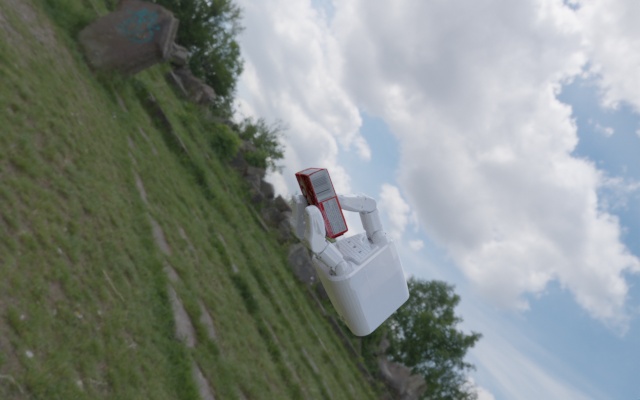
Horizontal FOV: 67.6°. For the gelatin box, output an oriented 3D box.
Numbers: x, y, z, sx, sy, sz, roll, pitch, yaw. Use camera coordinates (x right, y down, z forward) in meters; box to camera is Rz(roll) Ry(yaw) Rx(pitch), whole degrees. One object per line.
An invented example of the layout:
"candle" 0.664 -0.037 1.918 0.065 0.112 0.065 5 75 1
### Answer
"gelatin box" 0.000 0.002 0.630 0.030 0.089 0.073 -22 11 -13
